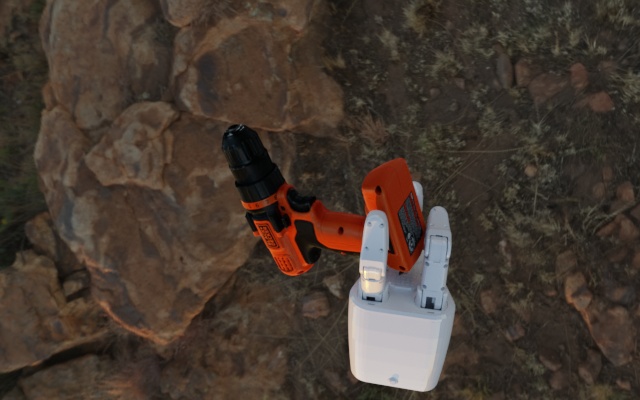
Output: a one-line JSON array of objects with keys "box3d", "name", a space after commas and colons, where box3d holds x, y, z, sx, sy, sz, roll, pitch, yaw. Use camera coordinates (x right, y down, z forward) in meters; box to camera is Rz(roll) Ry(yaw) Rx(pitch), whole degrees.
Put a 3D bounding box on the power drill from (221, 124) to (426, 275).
[{"box3d": [0.001, 0.002, 0.474, 0.187, 0.184, 0.057, 1, 38, 37], "name": "power drill"}]
